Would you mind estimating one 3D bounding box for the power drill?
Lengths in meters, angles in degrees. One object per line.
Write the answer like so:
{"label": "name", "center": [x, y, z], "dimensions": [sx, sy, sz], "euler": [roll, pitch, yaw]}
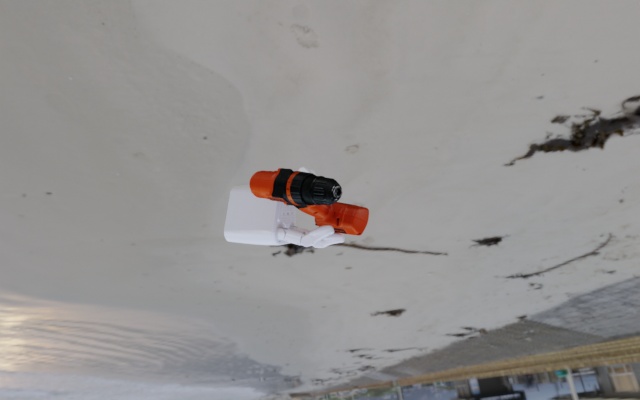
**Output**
{"label": "power drill", "center": [0.000, 0.003, 0.791], "dimensions": [0.184, 0.057, 0.188], "euler": [10, -15, 43]}
